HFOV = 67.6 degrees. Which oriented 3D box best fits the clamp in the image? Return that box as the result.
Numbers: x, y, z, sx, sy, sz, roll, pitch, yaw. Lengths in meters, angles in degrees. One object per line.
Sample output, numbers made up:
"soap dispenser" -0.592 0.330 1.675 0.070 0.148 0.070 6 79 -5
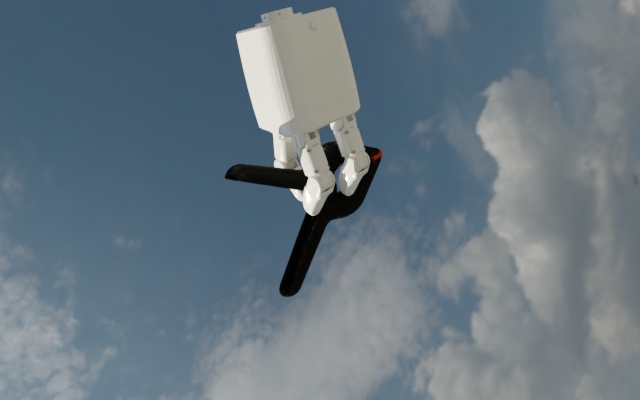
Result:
"clamp" 0.000 0.001 0.560 0.210 0.165 0.036 -30 26 -34
